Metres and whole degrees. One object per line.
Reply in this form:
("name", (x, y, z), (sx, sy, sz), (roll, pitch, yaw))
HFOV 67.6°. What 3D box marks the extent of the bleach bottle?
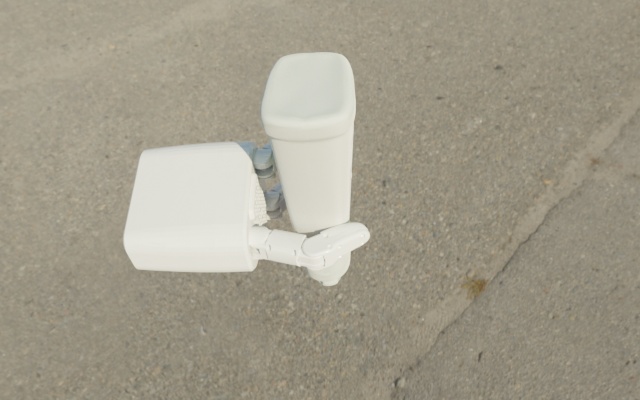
("bleach bottle", (0.000, 0.001, 0.437), (0.068, 0.102, 0.251), (-1, -45, 5))
